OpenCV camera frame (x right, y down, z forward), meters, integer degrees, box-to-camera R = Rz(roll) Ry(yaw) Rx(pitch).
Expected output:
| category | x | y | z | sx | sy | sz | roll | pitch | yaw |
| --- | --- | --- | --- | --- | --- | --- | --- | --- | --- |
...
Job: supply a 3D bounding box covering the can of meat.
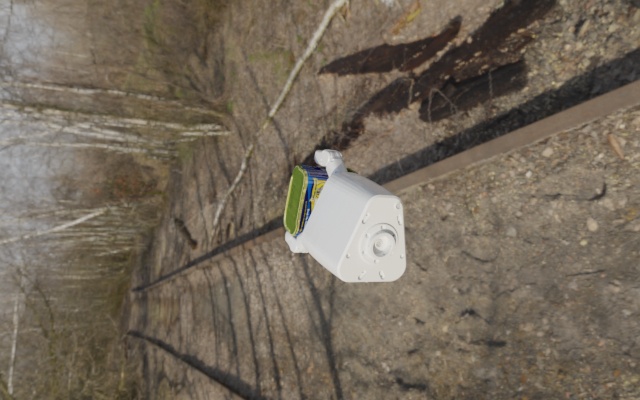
| category | x | y | z | sx | sy | sz | roll | pitch | yaw |
| --- | --- | --- | --- | --- | --- | --- | --- | --- | --- |
| can of meat | 0.000 | 0.002 | 0.677 | 0.084 | 0.102 | 0.057 | 4 | 17 | -25 |
